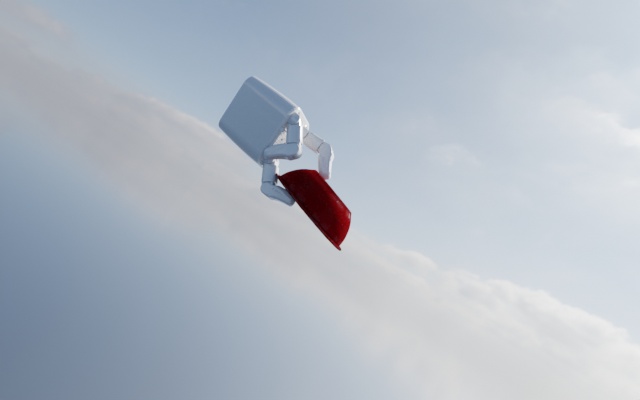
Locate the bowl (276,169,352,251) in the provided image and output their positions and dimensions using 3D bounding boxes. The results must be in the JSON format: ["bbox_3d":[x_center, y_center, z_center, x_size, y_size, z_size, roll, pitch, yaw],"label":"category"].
[{"bbox_3d":[0.001,0.003,0.767,0.055,0.162,0.162,-39,-1,1],"label":"bowl"}]
